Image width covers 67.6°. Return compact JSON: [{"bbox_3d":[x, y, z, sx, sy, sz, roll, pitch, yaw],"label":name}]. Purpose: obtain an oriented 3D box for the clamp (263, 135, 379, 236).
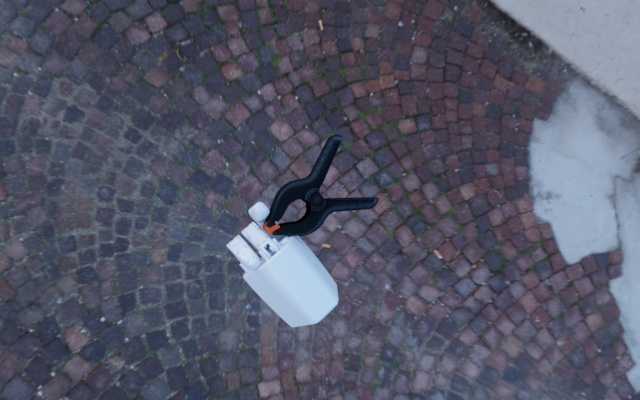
[{"bbox_3d":[0.000,0.002,0.680,0.171,0.120,0.039,-43,7,-9],"label":"clamp"}]
